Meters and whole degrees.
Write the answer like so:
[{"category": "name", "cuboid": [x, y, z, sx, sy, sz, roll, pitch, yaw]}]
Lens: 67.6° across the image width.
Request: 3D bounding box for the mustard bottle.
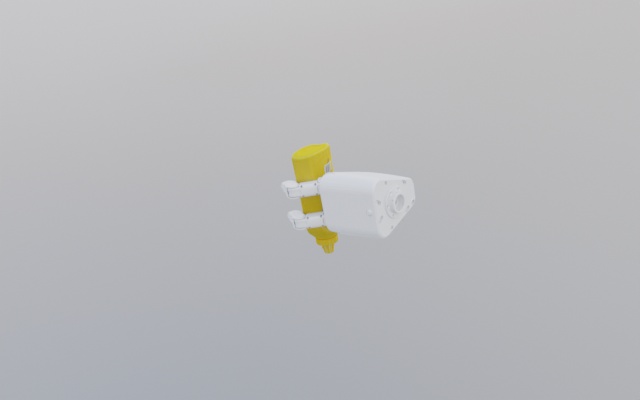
[{"category": "mustard bottle", "cuboid": [0.000, 0.002, 0.831, 0.058, 0.192, 0.096, -4, 19, 21]}]
